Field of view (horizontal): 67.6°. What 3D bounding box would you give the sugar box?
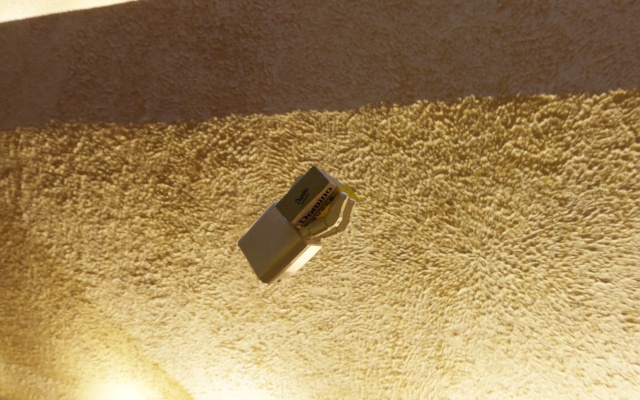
[{"bbox_3d":[0.000,0.003,0.821,0.048,0.093,0.176,47,9,17],"label":"sugar box"}]
